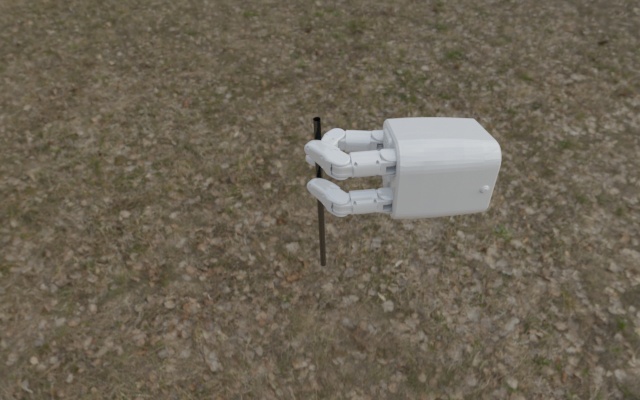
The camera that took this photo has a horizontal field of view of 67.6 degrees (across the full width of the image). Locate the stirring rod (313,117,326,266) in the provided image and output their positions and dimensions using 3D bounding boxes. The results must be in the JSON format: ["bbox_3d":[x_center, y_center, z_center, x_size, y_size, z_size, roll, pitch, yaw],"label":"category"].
[{"bbox_3d":[0.000,0.002,0.579,0.011,0.240,0.011,-1,44,1],"label":"stirring rod"}]
